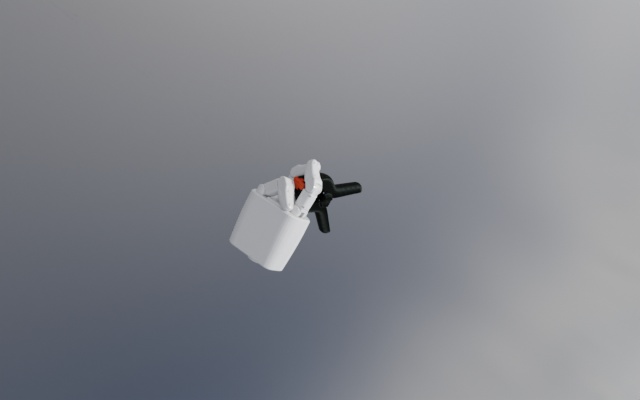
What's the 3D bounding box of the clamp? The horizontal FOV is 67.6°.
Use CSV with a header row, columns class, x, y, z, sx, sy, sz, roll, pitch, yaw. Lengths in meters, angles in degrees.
class,x,y,z,sx,sy,sz,roll,pitch,yaw
clamp,0.000,0.003,0.890,0.171,0.120,0.039,17,14,-49
